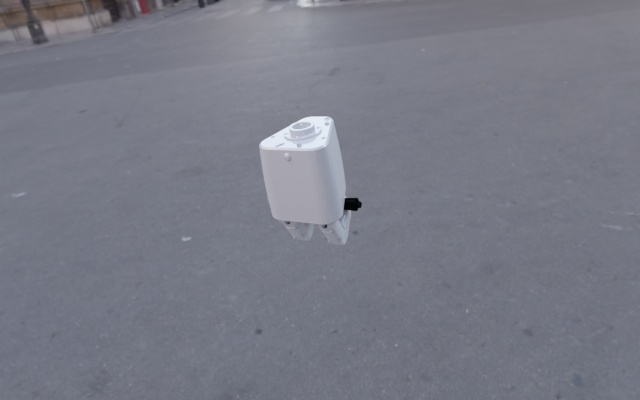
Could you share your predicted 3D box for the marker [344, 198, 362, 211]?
[{"bbox_3d":[0.000,0.002,0.680,0.121,0.020,0.020,4,1,23],"label":"marker"}]
